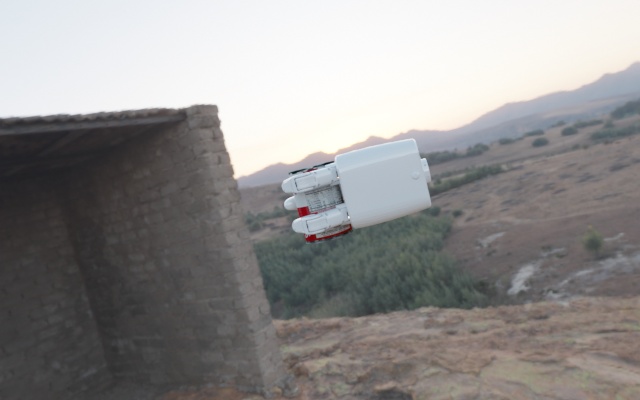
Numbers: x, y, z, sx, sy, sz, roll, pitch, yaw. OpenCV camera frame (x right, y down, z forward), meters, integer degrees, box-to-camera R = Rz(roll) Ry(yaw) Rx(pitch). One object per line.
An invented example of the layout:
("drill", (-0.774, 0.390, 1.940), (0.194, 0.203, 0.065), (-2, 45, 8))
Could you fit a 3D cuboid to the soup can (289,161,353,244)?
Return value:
("soup can", (0.000, 0.002, 0.661), (0.068, 0.102, 0.068), (-15, 4, 1))
